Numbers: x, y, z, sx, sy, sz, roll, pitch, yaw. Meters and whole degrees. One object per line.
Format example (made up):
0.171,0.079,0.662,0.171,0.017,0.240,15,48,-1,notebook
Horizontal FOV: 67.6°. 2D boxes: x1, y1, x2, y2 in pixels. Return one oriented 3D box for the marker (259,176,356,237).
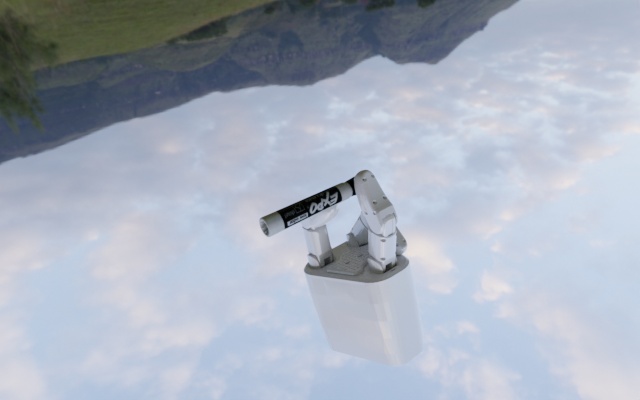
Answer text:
0.000,0.001,0.440,0.121,0.020,0.020,-25,12,-28,marker
